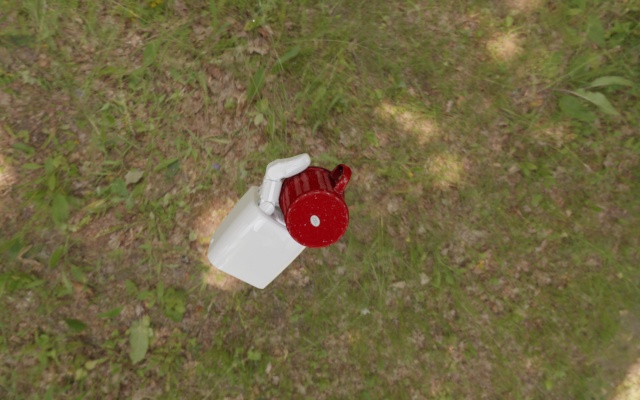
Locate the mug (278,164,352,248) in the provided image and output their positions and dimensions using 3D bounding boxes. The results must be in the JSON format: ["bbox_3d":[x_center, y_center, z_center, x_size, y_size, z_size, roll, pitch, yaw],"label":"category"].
[{"bbox_3d":[0.001,0.001,0.624,0.093,0.117,0.081,38,13,-19],"label":"mug"}]
